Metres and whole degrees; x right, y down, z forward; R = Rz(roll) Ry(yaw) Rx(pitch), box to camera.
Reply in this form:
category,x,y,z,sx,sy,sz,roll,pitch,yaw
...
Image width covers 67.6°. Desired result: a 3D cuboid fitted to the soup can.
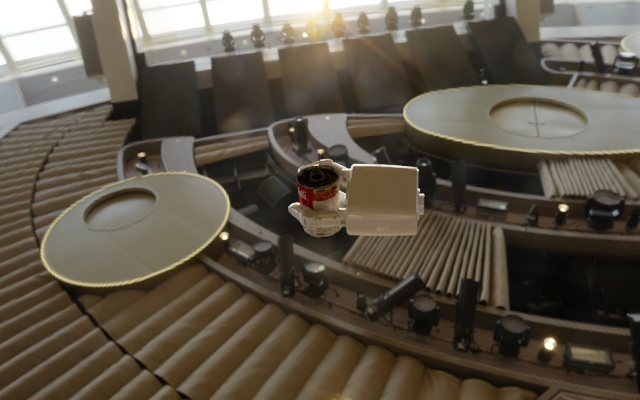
category,x,y,z,sx,sy,sz,roll,pitch,yaw
soup can,0.000,0.003,0.778,0.068,0.102,0.068,-4,35,3
